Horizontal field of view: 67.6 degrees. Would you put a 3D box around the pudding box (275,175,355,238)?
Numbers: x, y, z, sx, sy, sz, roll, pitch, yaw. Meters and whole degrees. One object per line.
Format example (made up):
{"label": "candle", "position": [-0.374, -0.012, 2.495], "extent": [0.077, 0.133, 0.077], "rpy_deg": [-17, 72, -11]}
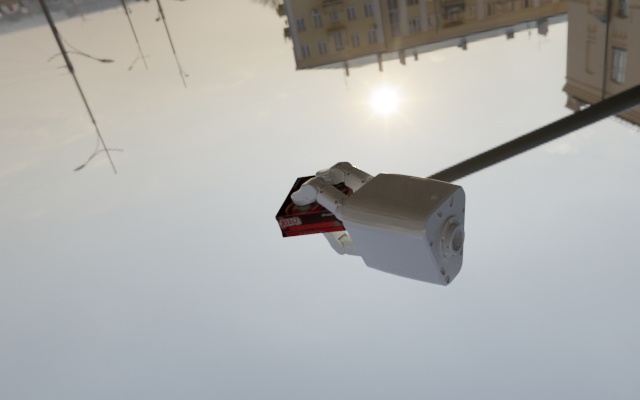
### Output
{"label": "pudding box", "position": [0.000, 0.002, 0.635], "extent": [0.090, 0.039, 0.113], "rpy_deg": [-7, 25, 18]}
